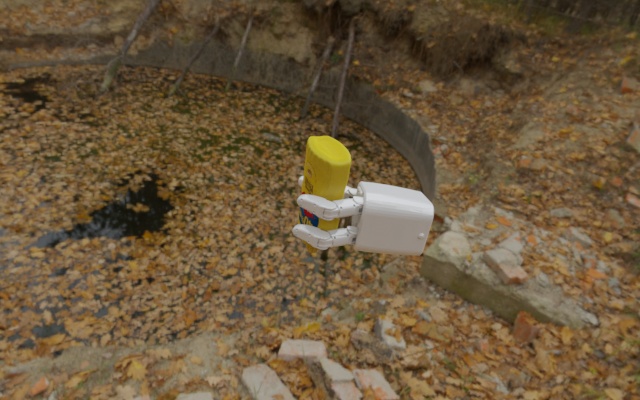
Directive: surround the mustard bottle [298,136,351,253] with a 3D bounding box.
[{"bbox_3d":[0.000,0.002,0.750,0.058,0.192,0.096,-6,35,-24],"label":"mustard bottle"}]
